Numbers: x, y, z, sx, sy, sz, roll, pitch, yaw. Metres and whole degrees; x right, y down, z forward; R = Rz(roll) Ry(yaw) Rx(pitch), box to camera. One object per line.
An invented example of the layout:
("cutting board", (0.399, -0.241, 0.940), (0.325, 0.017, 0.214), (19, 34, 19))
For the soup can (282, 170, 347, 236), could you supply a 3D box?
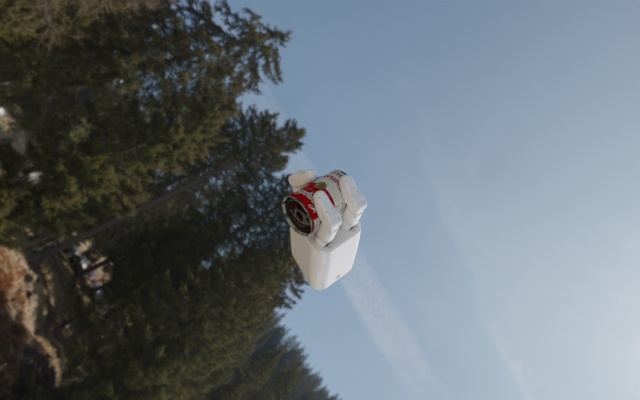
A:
("soup can", (0.000, 0.002, 0.745), (0.102, 0.068, 0.068), (-31, 18, -32))
